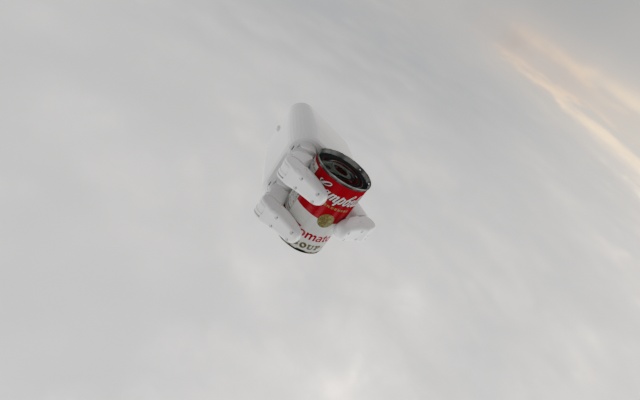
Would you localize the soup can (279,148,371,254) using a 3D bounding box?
[{"bbox_3d":[0.000,0.002,0.533,0.068,0.102,0.068,28,28,-16],"label":"soup can"}]
